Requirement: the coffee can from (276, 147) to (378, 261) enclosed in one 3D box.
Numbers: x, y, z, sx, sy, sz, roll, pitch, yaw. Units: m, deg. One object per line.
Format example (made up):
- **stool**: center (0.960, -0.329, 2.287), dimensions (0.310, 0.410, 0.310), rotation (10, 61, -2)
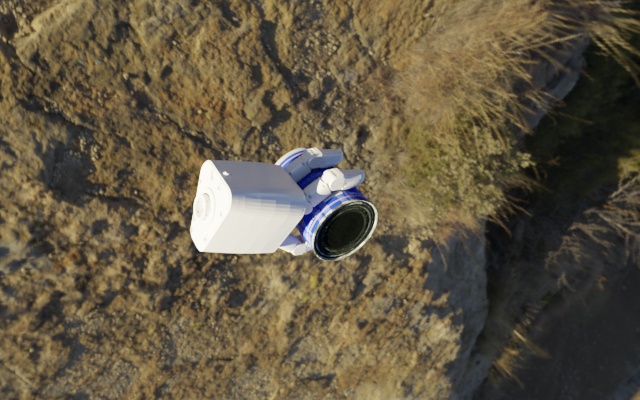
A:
- **coffee can**: center (0.000, 0.002, 0.681), dimensions (0.103, 0.103, 0.140), rotation (0, 34, -37)
